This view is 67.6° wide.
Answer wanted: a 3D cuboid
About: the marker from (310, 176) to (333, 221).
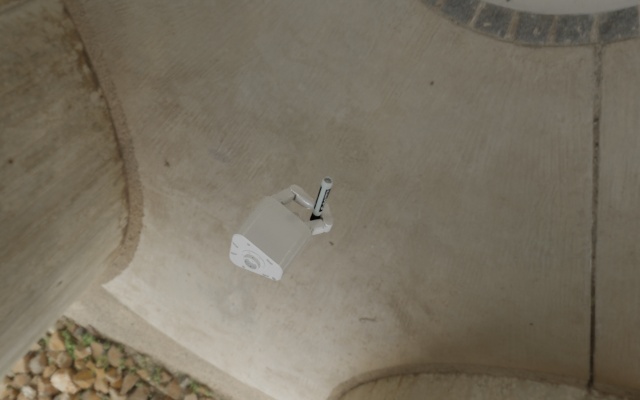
[{"bbox_3d":[0.000,0.003,0.874,0.020,0.020,0.121,0,-39,-17],"label":"marker"}]
